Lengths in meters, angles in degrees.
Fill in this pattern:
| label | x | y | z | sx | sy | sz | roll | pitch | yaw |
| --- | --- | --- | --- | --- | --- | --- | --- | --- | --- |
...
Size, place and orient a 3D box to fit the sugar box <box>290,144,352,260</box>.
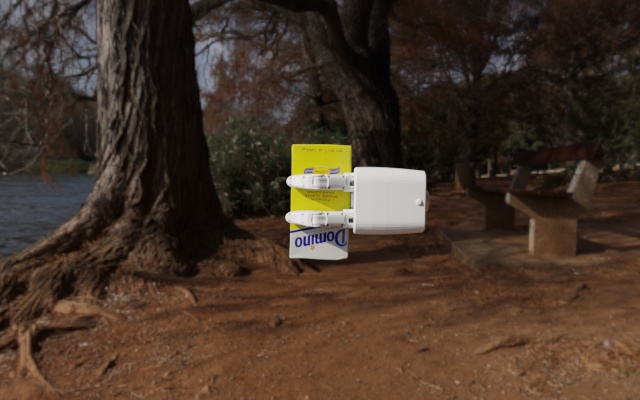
| label | x | y | z | sx | sy | sz | roll | pitch | yaw |
| --- | --- | --- | --- | --- | --- | --- | --- | --- | --- |
| sugar box | 0.000 | 0.002 | 0.742 | 0.093 | 0.176 | 0.048 | 1 | 3 | 1 |
